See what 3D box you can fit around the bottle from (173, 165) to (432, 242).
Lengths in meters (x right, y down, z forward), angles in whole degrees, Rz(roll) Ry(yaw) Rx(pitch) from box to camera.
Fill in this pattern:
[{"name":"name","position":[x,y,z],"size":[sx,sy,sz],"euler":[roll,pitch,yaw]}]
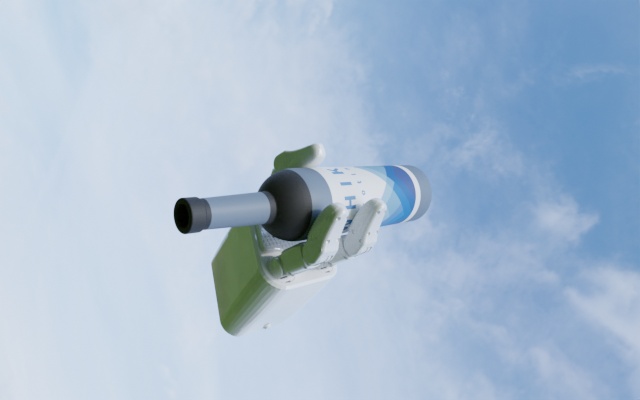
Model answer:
[{"name":"bottle","position":[0.000,0.001,0.458],"size":[0.069,0.069,0.295],"euler":[0,4,44]}]
